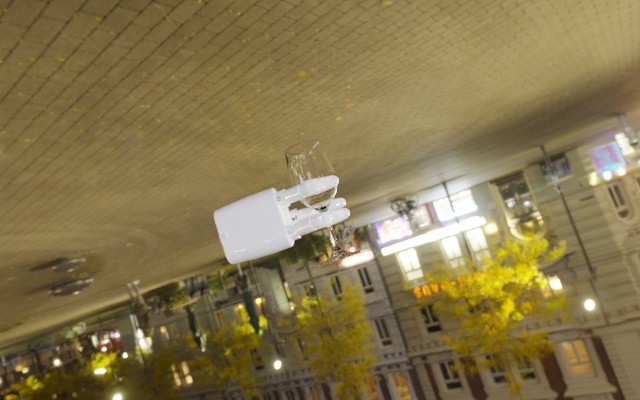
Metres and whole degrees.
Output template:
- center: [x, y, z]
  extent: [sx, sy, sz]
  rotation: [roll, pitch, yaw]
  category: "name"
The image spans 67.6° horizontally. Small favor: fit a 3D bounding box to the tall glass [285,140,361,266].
- center: [0.000, 0.003, 0.796]
  extent: [0.079, 0.201, 0.079]
  rotation: [-18, -7, -2]
  category: "tall glass"
